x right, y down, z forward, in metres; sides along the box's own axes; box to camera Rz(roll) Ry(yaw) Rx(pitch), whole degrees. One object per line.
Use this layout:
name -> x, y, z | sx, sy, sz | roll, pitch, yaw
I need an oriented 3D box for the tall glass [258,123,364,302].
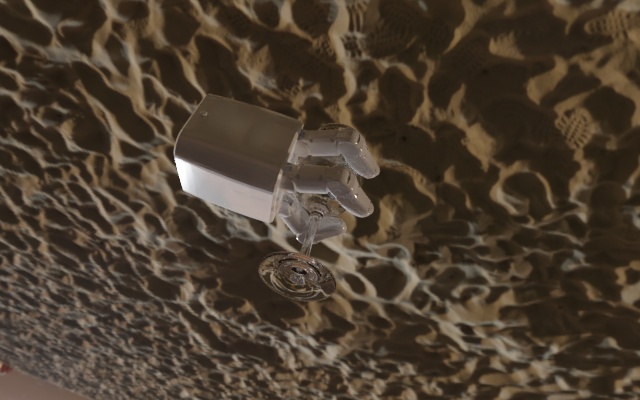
tall glass -> 0.000, 0.002, 0.505 | 0.079, 0.201, 0.079 | 10, -43, 9
